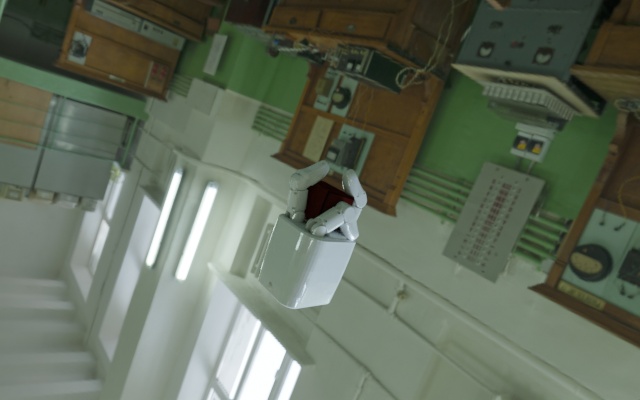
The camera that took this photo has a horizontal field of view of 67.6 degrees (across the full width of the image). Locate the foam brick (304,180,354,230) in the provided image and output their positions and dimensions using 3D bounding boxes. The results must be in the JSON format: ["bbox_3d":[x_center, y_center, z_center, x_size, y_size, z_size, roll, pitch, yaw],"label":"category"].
[{"bbox_3d":[0.000,0.002,0.693,0.053,0.051,0.078,14,11,-38],"label":"foam brick"}]
